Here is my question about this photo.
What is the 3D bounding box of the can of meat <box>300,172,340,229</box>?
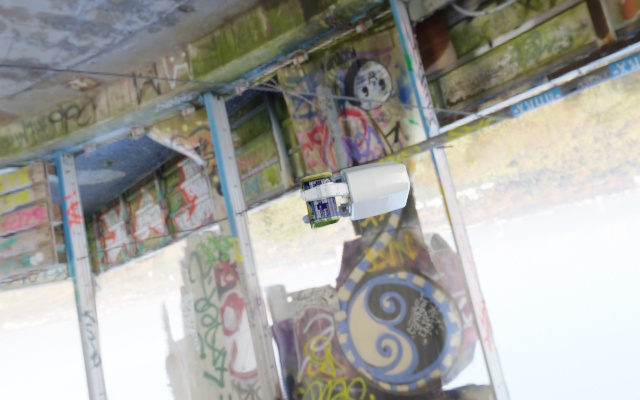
[{"bbox_3d":[0.000,0.003,0.868,0.057,0.084,0.102,-12,-8,-4],"label":"can of meat"}]
